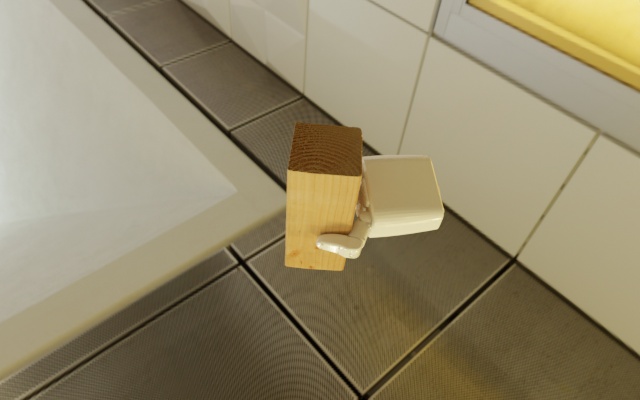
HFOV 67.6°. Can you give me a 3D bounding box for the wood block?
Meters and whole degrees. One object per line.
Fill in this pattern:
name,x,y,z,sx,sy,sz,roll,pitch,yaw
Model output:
wood block,0.000,0.003,0.664,0.090,0.090,0.206,5,-41,-1
